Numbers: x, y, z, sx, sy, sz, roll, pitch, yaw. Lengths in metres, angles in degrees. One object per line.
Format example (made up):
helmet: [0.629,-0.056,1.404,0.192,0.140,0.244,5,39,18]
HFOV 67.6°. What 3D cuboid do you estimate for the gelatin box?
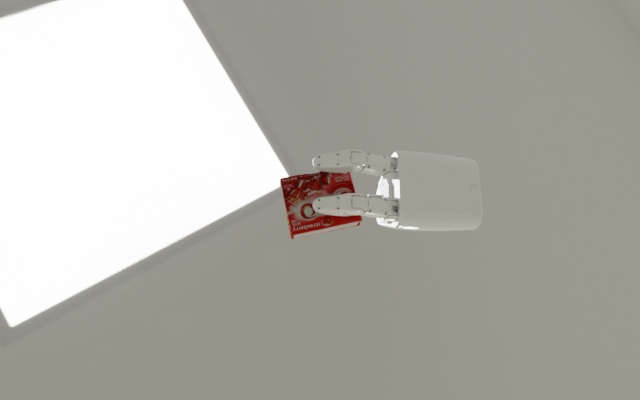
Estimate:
gelatin box: [0.000,0.002,0.586,0.089,0.073,0.030,-11,-14,-7]
